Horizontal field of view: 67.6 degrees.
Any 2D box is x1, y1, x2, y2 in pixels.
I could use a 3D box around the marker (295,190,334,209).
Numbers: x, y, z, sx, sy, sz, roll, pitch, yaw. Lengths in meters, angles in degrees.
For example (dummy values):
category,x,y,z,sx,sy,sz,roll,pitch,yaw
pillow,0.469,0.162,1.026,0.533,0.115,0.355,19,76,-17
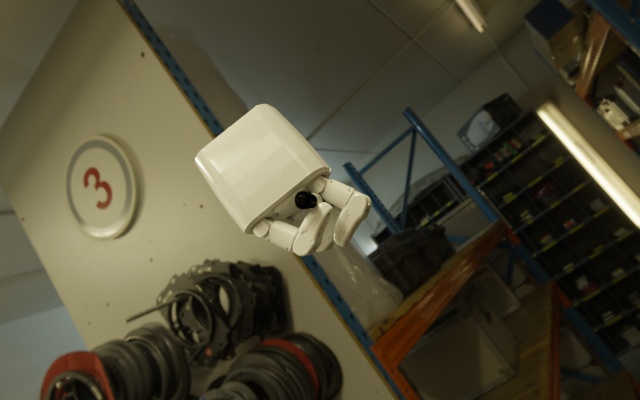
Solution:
category,x,y,z,sx,sy,sz,roll,pitch,yaw
marker,0.000,0.002,0.526,0.020,0.020,0.121,0,-2,19
